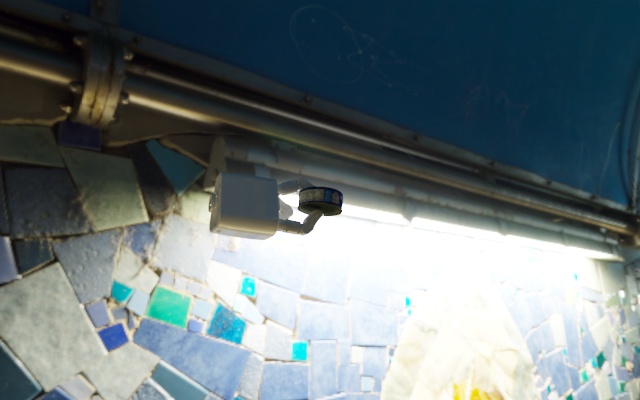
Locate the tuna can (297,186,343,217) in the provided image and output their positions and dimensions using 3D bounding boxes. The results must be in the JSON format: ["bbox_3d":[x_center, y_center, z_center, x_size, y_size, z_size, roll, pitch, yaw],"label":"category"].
[{"bbox_3d":[0.000,0.002,0.896,0.086,0.033,0.086,3,-18,1],"label":"tuna can"}]
